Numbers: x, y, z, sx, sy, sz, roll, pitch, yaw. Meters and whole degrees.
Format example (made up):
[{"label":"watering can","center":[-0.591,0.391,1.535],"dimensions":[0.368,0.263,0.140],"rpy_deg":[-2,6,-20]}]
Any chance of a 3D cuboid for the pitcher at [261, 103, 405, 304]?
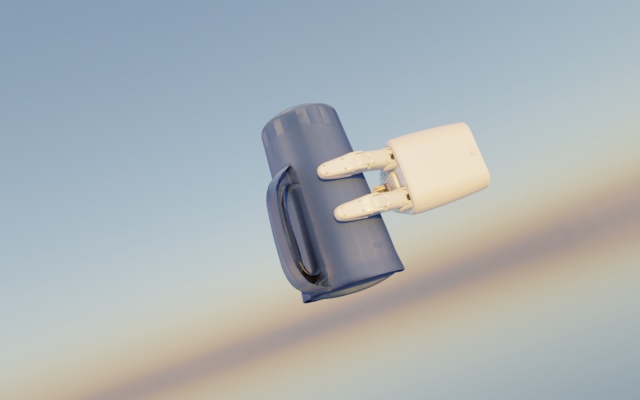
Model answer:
[{"label":"pitcher","center":[0.000,0.002,0.610],"dimensions":[0.145,0.242,0.149],"rpy_deg":[-17,-14,-7]}]
